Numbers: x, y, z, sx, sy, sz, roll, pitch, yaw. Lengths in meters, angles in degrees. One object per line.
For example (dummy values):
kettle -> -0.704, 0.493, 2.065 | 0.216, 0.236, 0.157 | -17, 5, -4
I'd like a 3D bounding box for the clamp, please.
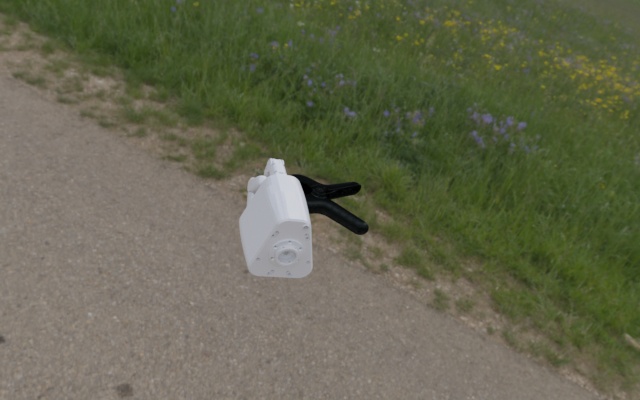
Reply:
clamp -> 0.000, 0.002, 0.766 | 0.171, 0.039, 0.120 | 6, 34, -19
